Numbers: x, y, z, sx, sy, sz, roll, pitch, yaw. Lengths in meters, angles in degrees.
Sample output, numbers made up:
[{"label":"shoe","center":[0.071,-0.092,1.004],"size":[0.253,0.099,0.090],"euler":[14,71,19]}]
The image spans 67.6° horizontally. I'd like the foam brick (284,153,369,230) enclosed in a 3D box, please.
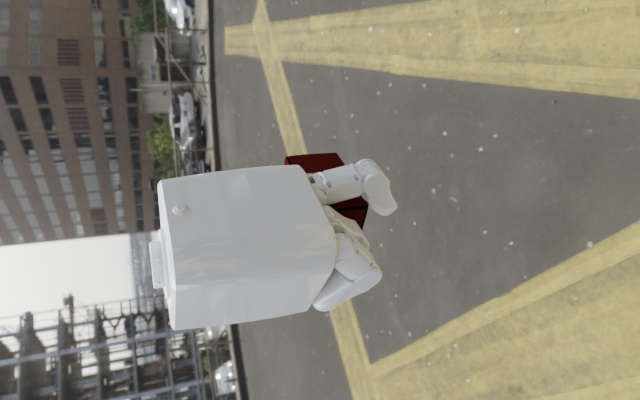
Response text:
[{"label":"foam brick","center":[0.000,0.001,0.418],"size":[0.051,0.053,0.078],"euler":[-6,42,-20]}]
